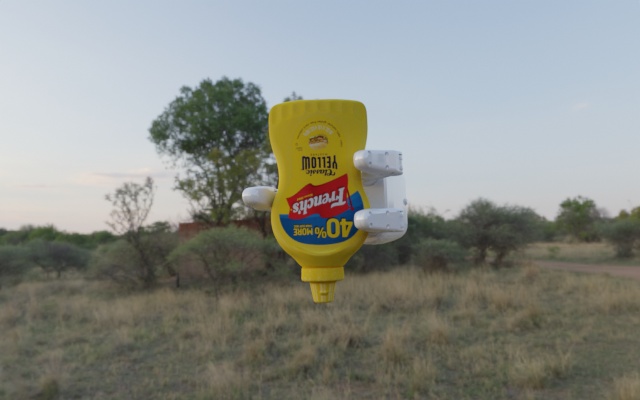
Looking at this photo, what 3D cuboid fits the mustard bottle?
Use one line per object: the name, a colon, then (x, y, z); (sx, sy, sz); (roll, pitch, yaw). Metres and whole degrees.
mustard bottle: (0.000, 0.001, 0.463); (0.096, 0.191, 0.058); (-2, -5, 0)
